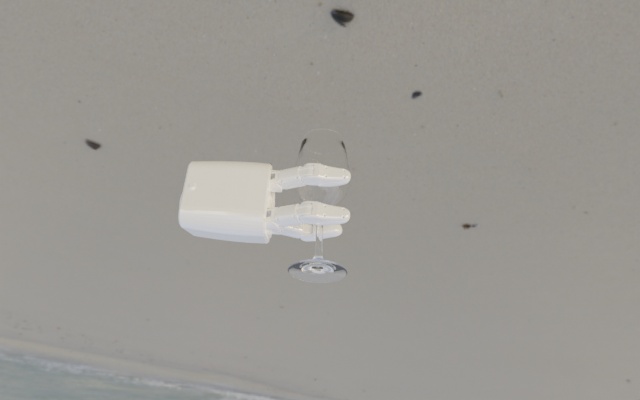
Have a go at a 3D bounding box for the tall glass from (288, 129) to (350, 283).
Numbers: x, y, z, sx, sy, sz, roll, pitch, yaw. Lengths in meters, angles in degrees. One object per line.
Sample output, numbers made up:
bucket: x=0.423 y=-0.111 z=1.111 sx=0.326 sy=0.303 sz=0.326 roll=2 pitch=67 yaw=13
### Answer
tall glass: x=0.000 y=0.003 z=0.638 sx=0.079 sy=0.201 sz=0.079 roll=2 pitch=-29 yaw=1
